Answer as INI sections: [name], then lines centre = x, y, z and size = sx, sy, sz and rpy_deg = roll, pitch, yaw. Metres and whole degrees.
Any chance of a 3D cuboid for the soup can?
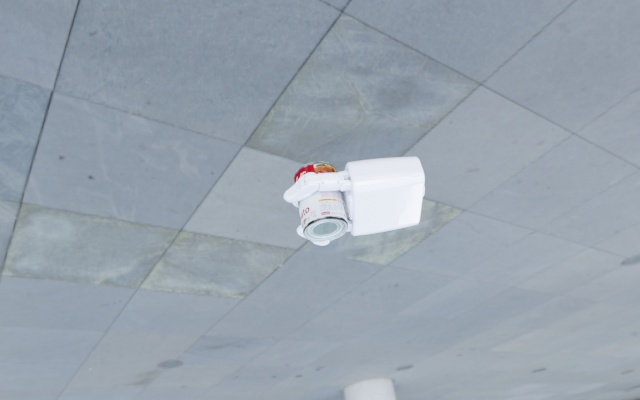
[soup can]
centre = 0.000, 0.003, 0.712
size = 0.068, 0.102, 0.069
rpy_deg = -8, -33, -5
